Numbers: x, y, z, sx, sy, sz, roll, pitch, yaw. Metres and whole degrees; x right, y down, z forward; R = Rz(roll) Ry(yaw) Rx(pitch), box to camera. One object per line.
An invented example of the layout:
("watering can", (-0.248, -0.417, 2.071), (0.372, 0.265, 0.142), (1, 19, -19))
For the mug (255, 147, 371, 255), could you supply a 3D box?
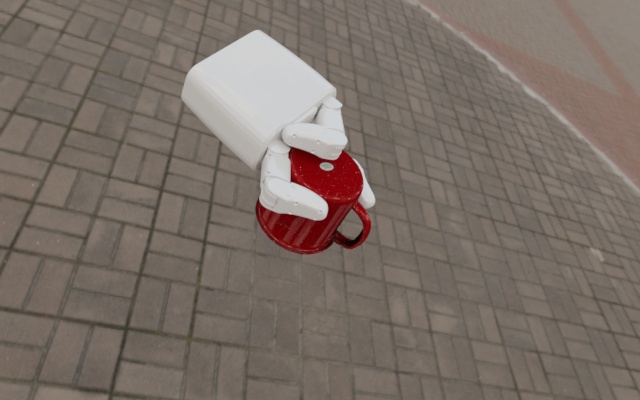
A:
("mug", (0.001, 0.002, 0.478), (0.093, 0.117, 0.081), (-40, -12, -46))
